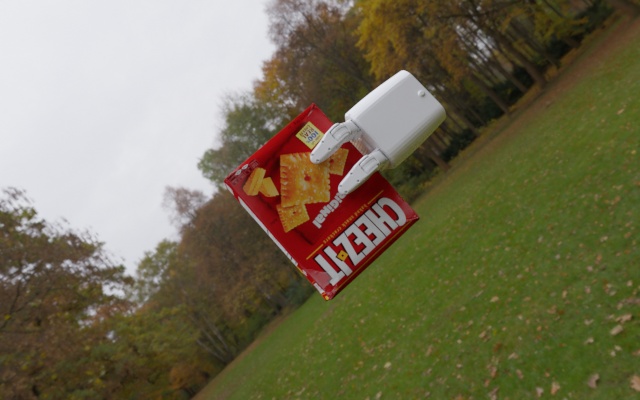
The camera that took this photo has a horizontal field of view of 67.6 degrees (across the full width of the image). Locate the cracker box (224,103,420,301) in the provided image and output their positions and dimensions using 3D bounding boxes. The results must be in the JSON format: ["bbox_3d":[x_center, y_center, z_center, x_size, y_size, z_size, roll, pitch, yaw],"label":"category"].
[{"bbox_3d":[0.000,0.002,0.649,0.164,0.213,0.072,-41,-6,-10],"label":"cracker box"}]
